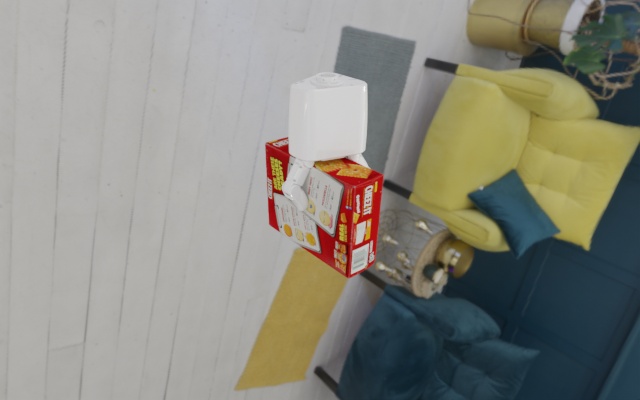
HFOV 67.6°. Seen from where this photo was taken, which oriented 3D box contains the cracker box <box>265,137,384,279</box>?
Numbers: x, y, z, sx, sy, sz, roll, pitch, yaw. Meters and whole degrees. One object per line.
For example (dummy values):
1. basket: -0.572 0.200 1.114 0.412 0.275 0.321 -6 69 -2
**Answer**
1. cracker box: 0.000 0.003 0.784 0.072 0.164 0.213 -22 36 -36
